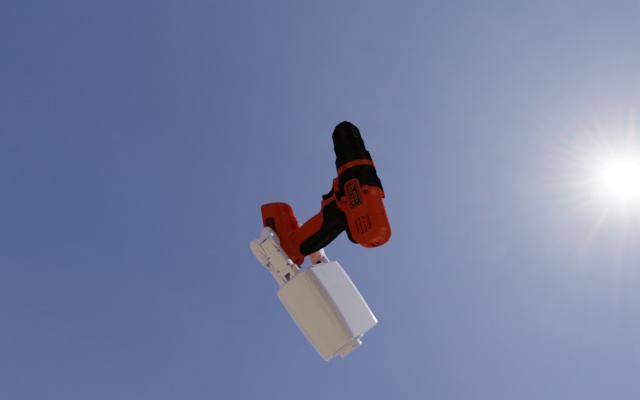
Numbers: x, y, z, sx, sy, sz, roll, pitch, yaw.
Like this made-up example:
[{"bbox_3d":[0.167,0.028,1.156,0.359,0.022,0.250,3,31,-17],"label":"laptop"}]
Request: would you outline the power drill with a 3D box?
[{"bbox_3d":[0.000,0.003,0.669,0.188,0.184,0.057,-30,-31,32],"label":"power drill"}]
